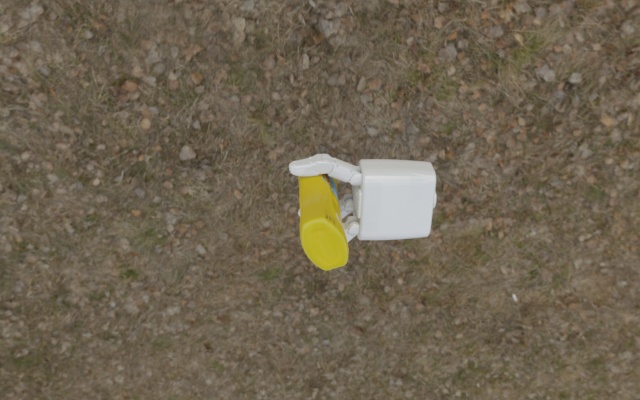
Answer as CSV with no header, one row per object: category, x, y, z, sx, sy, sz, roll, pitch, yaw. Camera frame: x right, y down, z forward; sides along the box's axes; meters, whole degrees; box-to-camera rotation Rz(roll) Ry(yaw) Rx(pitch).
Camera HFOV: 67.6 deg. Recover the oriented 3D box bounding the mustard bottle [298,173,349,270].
mustard bottle,0.000,0.002,0.693,0.058,0.096,0.191,-19,37,10
